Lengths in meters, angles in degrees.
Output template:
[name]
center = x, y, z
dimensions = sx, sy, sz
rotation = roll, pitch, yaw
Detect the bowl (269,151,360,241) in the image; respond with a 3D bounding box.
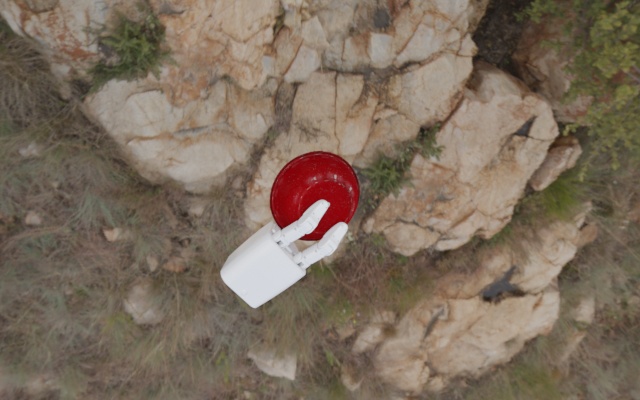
[bowl]
center = 0.001, 0.002, 0.790
dimensions = 0.162, 0.162, 0.055
rotation = 0, 18, -19
